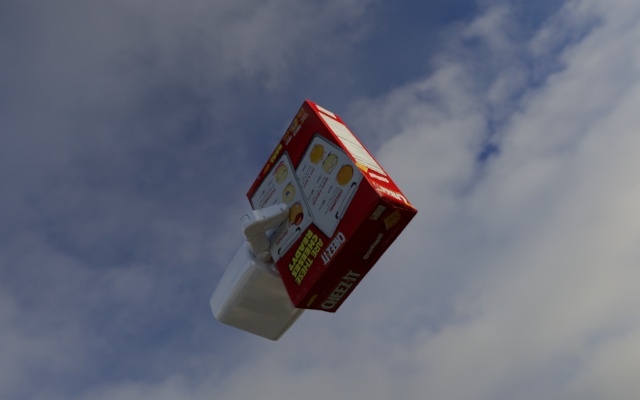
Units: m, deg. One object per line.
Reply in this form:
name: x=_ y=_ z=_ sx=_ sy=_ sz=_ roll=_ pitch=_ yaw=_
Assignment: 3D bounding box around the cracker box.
cracker box: x=0.000 y=0.002 z=0.587 sx=0.072 sy=0.164 sz=0.213 roll=18 pitch=27 yaw=-38
